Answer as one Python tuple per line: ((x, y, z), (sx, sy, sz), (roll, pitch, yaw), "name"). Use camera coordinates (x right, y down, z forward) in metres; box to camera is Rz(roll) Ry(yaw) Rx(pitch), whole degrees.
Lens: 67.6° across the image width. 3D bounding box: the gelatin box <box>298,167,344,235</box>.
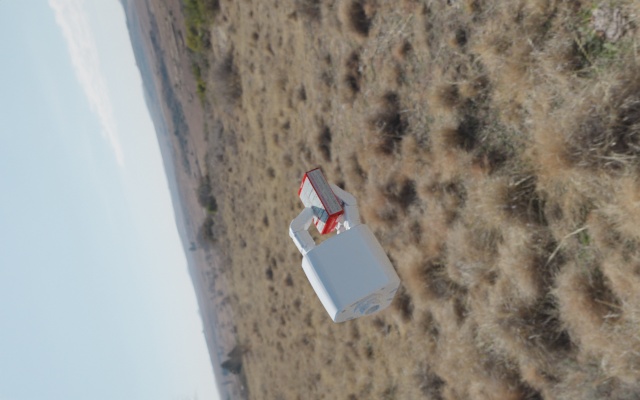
((0.000, 0.002, 0.780), (0.030, 0.089, 0.073), (-22, -20, -22), "gelatin box")
